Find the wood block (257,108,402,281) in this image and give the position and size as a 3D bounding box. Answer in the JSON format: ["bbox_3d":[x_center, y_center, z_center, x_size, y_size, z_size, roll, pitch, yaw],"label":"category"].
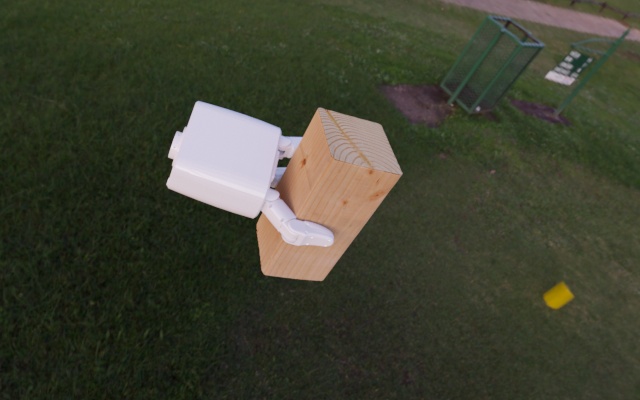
[{"bbox_3d":[0.000,0.002,0.593,0.090,0.090,0.206,11,-47,-25],"label":"wood block"}]
